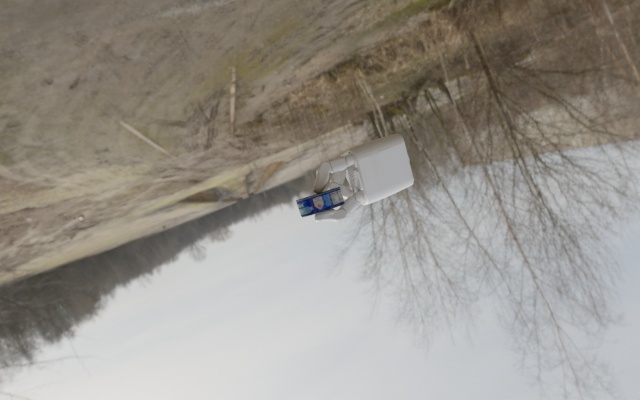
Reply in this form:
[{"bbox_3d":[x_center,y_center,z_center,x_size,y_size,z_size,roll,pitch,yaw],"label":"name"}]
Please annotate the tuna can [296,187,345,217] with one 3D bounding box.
[{"bbox_3d":[0.000,0.003,0.873,0.086,0.034,0.086,-17,1,0],"label":"tuna can"}]
